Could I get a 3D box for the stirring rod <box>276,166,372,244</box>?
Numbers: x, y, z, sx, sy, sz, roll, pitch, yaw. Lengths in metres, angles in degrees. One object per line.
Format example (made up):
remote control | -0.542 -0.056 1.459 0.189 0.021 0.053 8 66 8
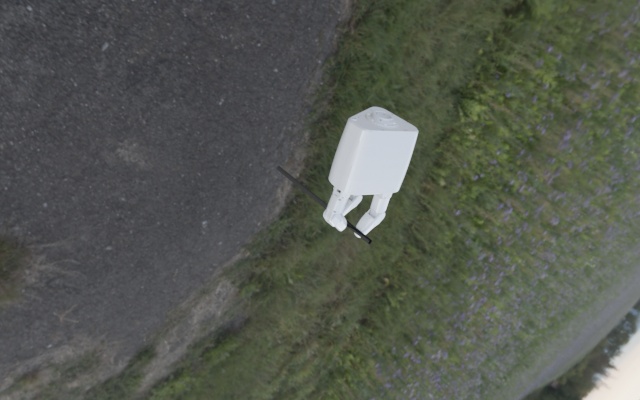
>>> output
stirring rod | 0.000 0.003 0.823 0.239 0.011 0.011 39 23 33
